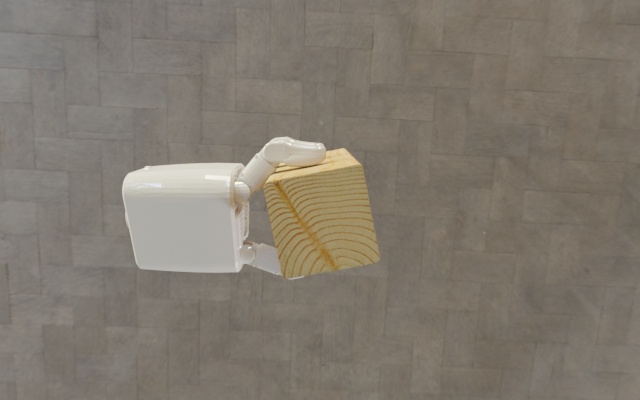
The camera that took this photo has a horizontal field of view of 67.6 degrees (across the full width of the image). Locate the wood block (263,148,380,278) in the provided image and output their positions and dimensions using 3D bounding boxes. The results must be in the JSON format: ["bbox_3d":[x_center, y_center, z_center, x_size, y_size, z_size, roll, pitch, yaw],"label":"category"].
[{"bbox_3d":[0.000,0.002,0.513,0.090,0.091,0.206,-11,10,1],"label":"wood block"}]
